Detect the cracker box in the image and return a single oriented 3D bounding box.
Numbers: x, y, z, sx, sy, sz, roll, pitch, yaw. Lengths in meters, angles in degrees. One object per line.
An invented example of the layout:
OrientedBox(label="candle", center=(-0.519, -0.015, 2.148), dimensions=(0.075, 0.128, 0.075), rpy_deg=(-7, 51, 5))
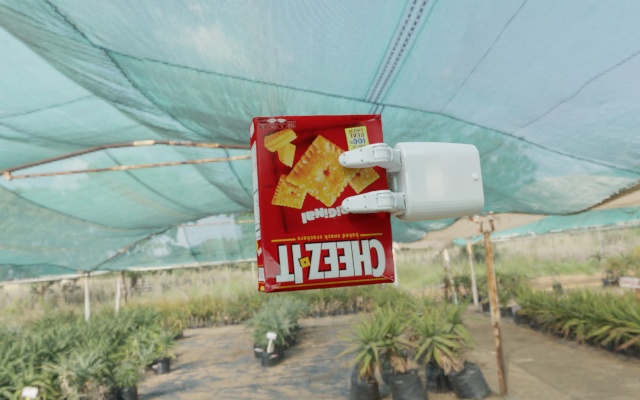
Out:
OrientedBox(label="cracker box", center=(0.000, 0.002, 0.599), dimensions=(0.164, 0.213, 0.072), rpy_deg=(-3, -7, -13))
